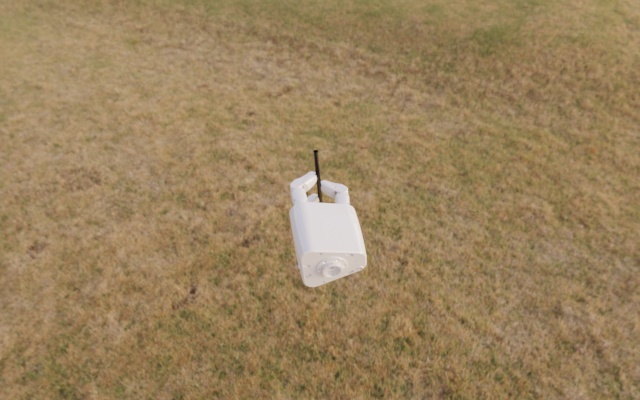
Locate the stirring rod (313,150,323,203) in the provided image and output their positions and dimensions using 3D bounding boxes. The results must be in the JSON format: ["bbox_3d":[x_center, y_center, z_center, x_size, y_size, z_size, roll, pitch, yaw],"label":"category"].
[{"bbox_3d":[0.000,0.003,0.892,0.011,0.240,0.011,-3,44,3],"label":"stirring rod"}]
